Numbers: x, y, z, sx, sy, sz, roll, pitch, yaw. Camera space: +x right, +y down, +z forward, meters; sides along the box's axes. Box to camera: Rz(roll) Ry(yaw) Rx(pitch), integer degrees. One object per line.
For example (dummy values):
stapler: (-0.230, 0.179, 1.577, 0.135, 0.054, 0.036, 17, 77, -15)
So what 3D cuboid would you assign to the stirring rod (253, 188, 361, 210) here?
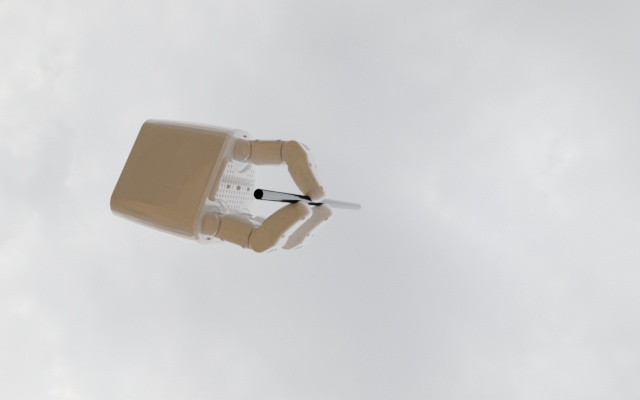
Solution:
stirring rod: (0.000, 0.001, 0.446, 0.011, 0.011, 0.239, 0, -3, 21)
